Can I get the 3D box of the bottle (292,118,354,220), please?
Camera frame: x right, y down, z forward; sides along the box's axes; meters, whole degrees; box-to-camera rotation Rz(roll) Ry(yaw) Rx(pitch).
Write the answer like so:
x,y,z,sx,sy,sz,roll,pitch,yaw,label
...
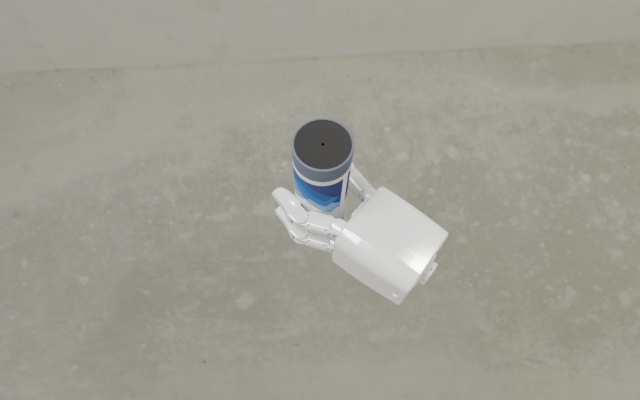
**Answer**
x,y,z,sx,sy,sz,roll,pitch,yaw,label
0.000,0.002,0.639,0.069,0.069,0.296,0,-25,-1,bottle
